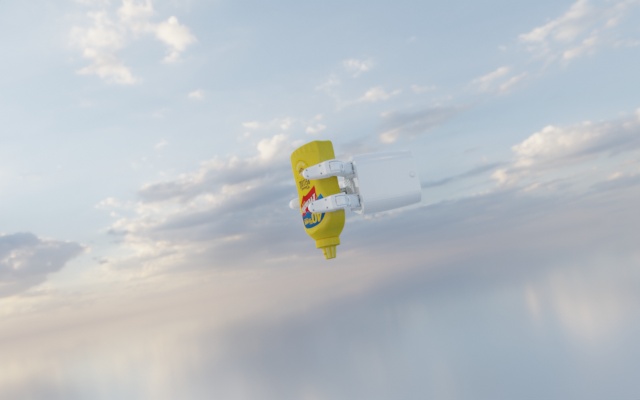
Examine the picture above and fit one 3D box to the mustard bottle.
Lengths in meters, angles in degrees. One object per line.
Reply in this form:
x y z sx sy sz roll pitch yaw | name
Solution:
0.000 0.002 0.798 0.058 0.191 0.096 -5 -11 -34 | mustard bottle
